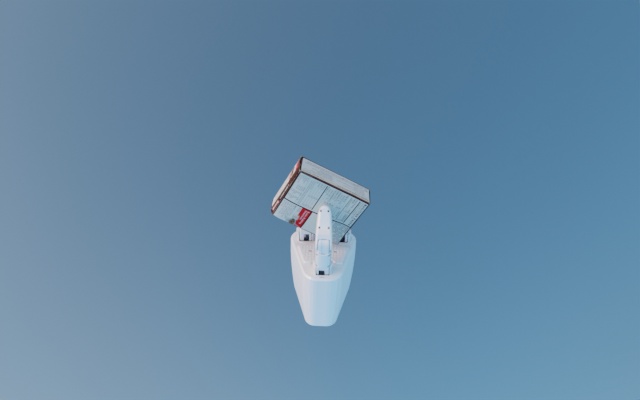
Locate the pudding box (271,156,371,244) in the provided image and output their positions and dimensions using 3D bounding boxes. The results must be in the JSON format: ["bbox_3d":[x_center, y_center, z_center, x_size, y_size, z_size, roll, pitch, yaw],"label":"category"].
[{"bbox_3d":[0.000,0.002,0.664,0.113,0.090,0.039,24,34,-17],"label":"pudding box"}]
